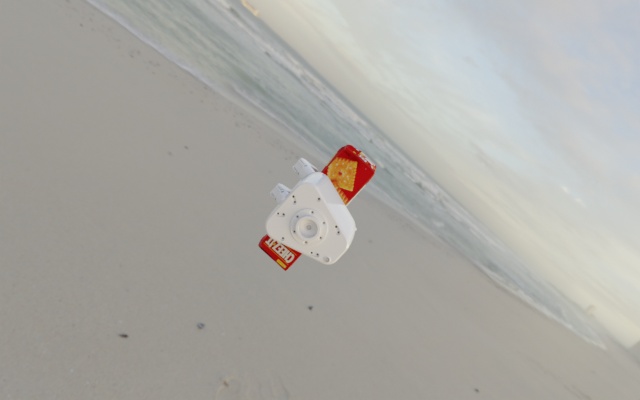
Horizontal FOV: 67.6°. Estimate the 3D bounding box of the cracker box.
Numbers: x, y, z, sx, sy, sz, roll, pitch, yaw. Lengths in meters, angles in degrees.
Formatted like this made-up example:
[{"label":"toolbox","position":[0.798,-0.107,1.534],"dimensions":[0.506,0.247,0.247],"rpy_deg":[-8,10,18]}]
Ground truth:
[{"label":"cracker box","position":[0.000,0.003,0.815],"dimensions":[0.072,0.214,0.164],"rpy_deg":[43,11,0]}]
